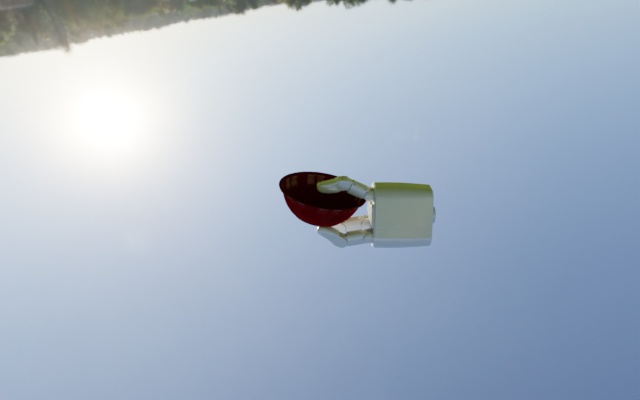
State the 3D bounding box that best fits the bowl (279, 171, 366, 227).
[{"bbox_3d":[-0.001,0.003,0.874,0.162,0.055,0.162,9,25,-4],"label":"bowl"}]
